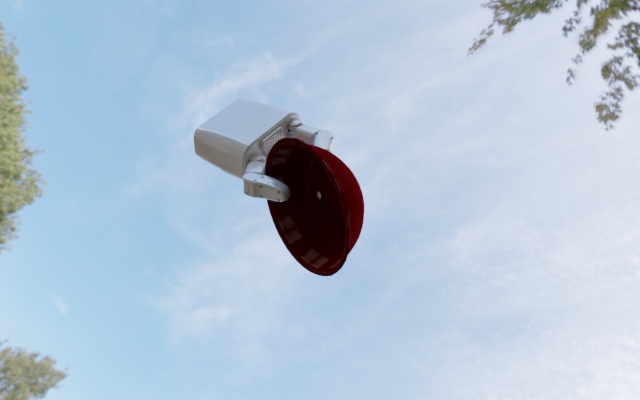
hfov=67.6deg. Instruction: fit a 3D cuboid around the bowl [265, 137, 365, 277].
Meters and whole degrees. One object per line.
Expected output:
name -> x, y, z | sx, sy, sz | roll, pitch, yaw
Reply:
bowl -> 0.001, 0.003, 0.546 | 0.055, 0.162, 0.162 | -19, 10, -32
